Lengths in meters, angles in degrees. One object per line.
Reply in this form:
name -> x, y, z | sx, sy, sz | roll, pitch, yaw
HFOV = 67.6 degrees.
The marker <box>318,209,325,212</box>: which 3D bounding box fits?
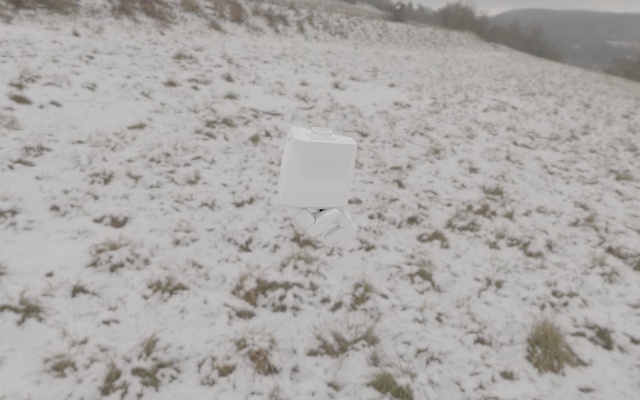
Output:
marker -> 0.000, 0.003, 0.819 | 0.020, 0.020, 0.121 | 0, 20, -10
